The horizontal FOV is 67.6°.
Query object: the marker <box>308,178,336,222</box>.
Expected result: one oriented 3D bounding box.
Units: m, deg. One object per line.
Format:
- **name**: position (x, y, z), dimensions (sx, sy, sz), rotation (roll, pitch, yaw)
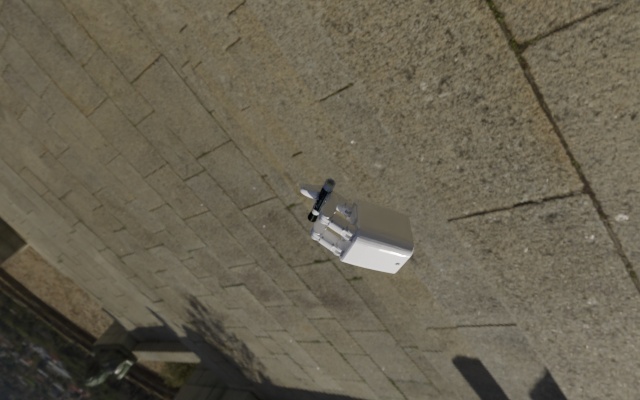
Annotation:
- **marker**: position (0.000, 0.003, 0.870), dimensions (0.020, 0.020, 0.121), rotation (0, -34, -20)
